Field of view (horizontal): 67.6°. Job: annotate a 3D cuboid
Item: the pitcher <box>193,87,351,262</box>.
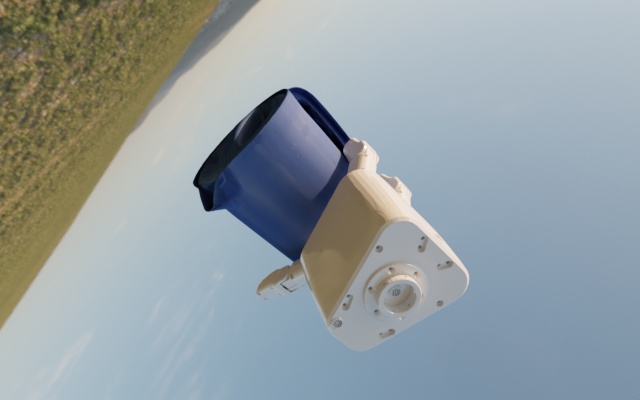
[{"bbox_3d":[0.000,0.002,0.520,0.243,0.149,0.145,44,7,-22],"label":"pitcher"}]
